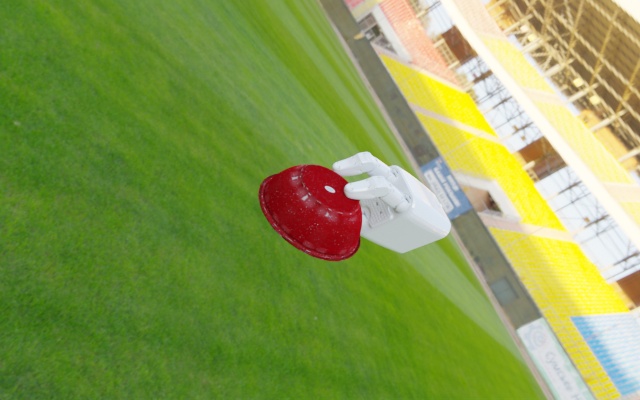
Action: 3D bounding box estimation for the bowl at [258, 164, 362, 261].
[{"bbox_3d":[-0.001,0.002,0.642,0.162,0.162,0.055,0,-43,-43],"label":"bowl"}]
